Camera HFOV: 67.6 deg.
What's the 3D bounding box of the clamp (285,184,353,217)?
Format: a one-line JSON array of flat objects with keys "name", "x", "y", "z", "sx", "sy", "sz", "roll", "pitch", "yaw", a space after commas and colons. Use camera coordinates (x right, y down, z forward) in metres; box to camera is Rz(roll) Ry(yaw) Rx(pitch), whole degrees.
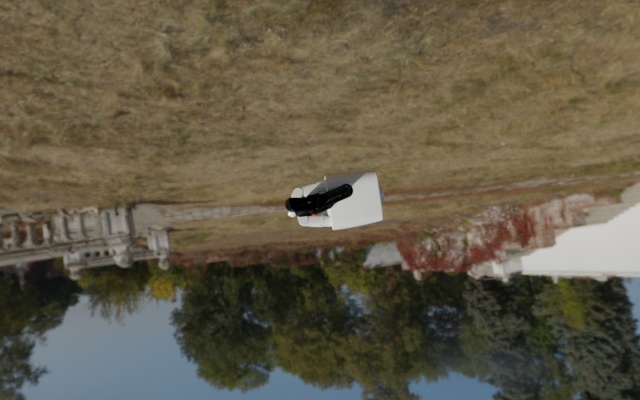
[{"name": "clamp", "x": 0.000, "y": 0.004, "z": 0.888, "sx": 0.120, "sy": 0.039, "sz": 0.171, "roll": -10, "pitch": -5, "yaw": 0}]
